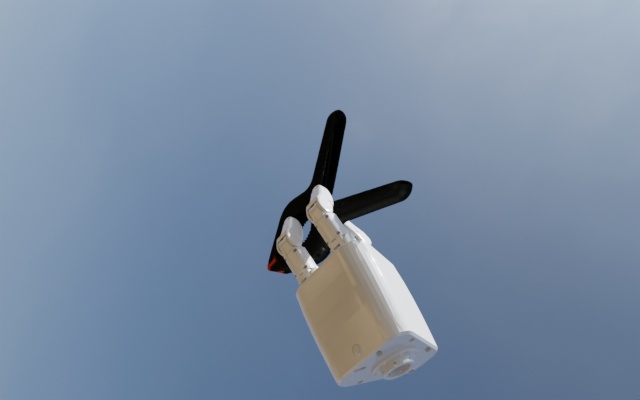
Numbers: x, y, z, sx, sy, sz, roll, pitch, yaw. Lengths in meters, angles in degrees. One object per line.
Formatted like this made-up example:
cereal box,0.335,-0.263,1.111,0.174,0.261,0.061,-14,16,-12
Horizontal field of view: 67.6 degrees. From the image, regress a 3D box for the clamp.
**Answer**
clamp,0.000,0.003,0.574,0.036,0.164,0.210,20,-58,-41
